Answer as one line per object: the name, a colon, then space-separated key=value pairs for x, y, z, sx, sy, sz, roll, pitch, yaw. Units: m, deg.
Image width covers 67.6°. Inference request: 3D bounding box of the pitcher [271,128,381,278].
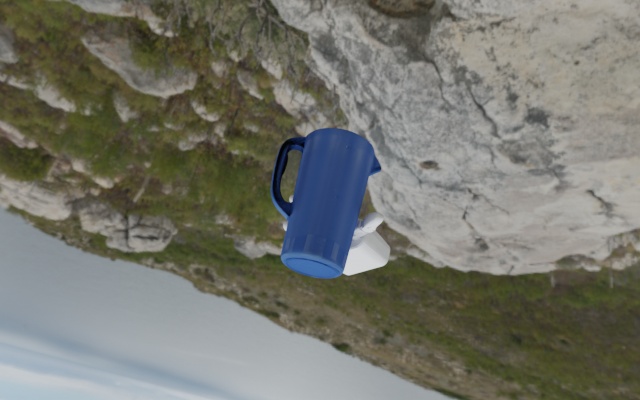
pitcher: x=0.000 y=0.003 z=0.833 sx=0.149 sy=0.242 sz=0.145 roll=-4 pitch=-30 yaw=34
